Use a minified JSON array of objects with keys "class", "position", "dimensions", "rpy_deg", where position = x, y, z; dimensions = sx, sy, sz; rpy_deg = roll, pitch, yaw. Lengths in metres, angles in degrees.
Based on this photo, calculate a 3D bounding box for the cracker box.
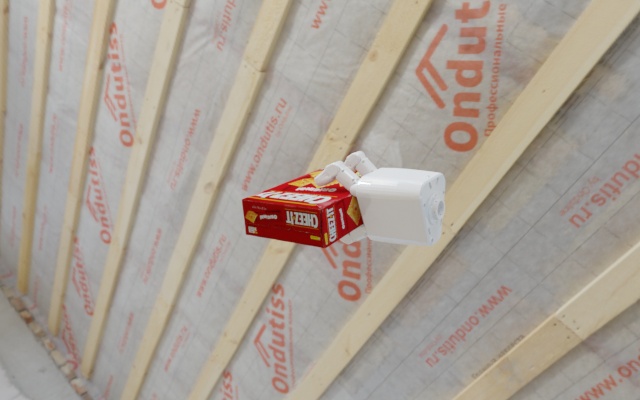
[{"class":"cracker box","position":[0.000,0.003,0.809],"dimensions":[0.164,0.072,0.213],"rpy_deg":[5,19,36]}]
